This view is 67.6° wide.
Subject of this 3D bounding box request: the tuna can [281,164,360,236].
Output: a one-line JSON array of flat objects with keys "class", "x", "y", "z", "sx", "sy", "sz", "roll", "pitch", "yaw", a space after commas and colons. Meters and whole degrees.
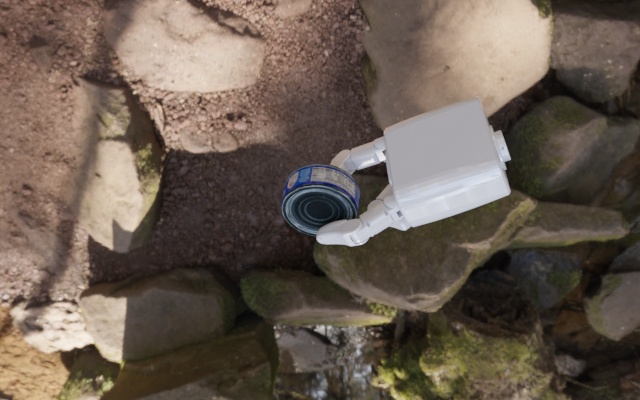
[{"class": "tuna can", "x": 0.000, "y": 0.002, "z": 0.529, "sx": 0.086, "sy": 0.033, "sz": 0.086, "roll": 4, "pitch": -44, "yaw": 4}]
